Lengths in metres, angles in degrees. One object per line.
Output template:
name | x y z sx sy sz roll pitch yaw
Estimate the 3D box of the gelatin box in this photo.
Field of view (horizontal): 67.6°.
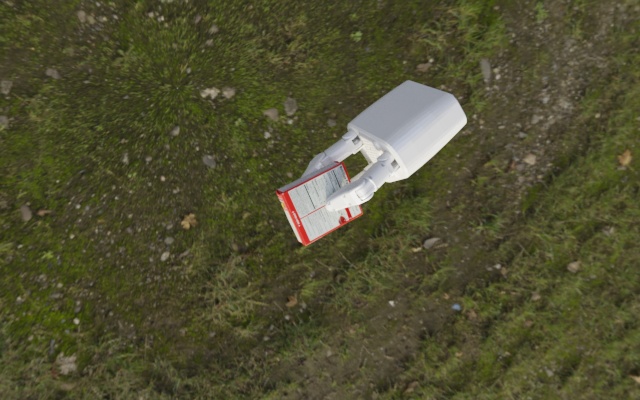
gelatin box | 0.000 0.002 0.591 0.089 0.073 0.030 -28 18 -16
